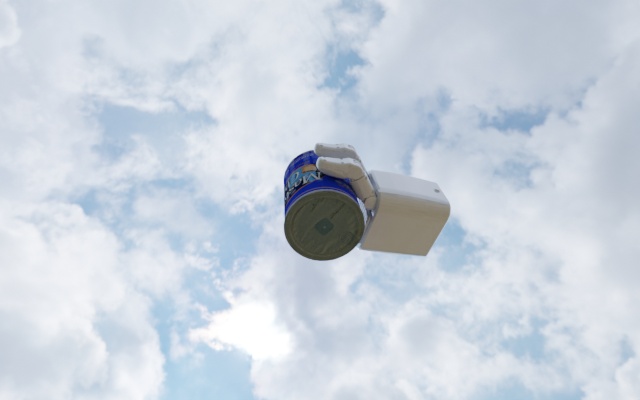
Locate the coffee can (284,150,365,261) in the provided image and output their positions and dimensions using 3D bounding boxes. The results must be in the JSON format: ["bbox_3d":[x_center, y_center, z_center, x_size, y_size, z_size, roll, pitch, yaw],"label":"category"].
[{"bbox_3d":[0.000,0.002,0.660,0.103,0.103,0.140,0,28,-5],"label":"coffee can"}]
